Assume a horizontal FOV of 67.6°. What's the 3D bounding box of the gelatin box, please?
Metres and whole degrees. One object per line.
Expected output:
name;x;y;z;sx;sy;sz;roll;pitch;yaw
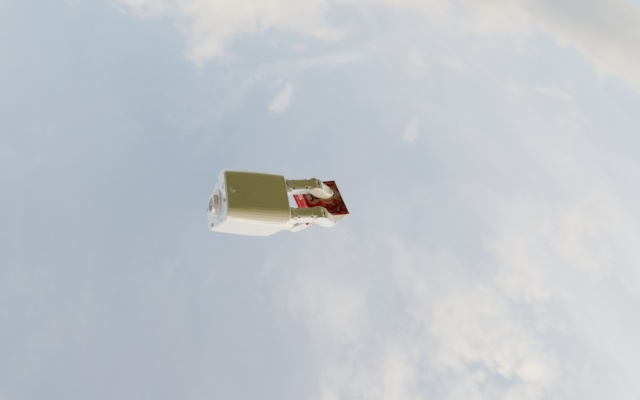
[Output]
gelatin box;0.000;0.003;0.860;0.089;0.073;0.030;-6;-27;-39
